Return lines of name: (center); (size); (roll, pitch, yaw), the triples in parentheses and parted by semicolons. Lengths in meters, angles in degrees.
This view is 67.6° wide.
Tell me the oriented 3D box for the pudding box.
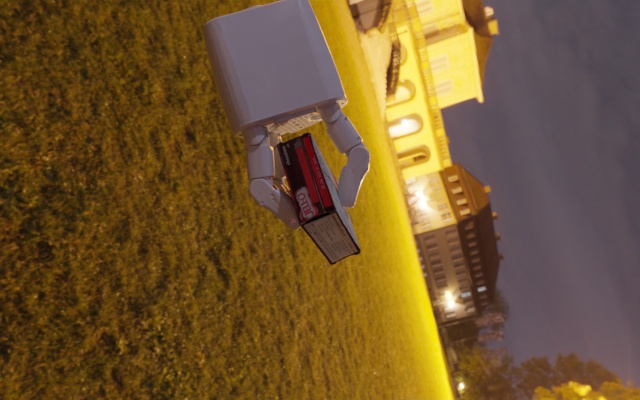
pudding box: (0.000, 0.001, 0.466); (0.039, 0.090, 0.113); (-21, -30, 8)
